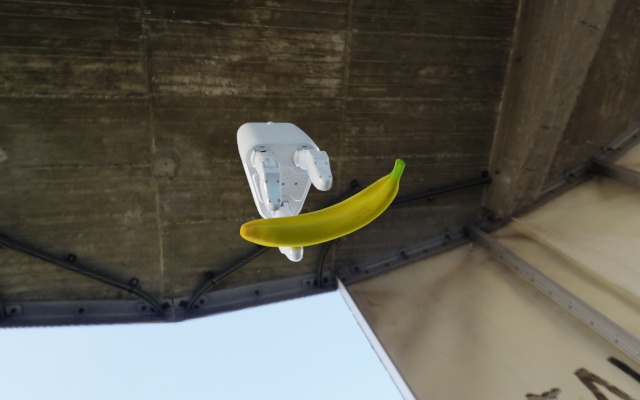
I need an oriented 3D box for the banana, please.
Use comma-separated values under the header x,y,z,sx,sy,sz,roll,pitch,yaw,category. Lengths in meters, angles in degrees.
x,y,z,sx,sy,sz,roll,pitch,yaw,category
0.009,0.015,0.547,0.198,0.070,0.037,-24,32,-3,banana
